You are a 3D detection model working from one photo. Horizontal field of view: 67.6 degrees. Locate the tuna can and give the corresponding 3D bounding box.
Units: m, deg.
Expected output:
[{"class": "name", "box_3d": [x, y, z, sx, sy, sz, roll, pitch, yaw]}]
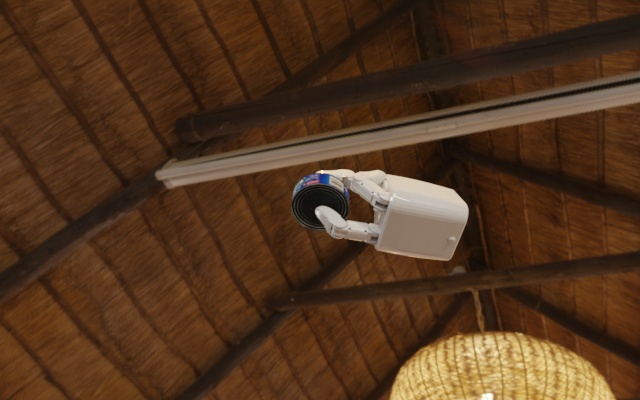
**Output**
[{"class": "tuna can", "box_3d": [0.000, 0.002, 0.705, 0.086, 0.086, 0.033, 0, 36, 3]}]
